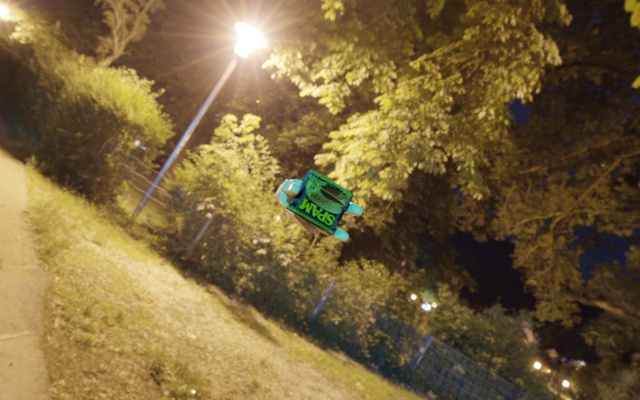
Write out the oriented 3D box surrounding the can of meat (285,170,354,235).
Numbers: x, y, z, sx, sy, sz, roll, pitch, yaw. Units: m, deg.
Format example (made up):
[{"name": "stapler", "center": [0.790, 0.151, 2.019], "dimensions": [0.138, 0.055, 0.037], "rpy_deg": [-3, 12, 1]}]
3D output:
[{"name": "can of meat", "center": [0.000, 0.003, 0.887], "dimensions": [0.102, 0.084, 0.057], "rpy_deg": [31, -6, -9]}]
